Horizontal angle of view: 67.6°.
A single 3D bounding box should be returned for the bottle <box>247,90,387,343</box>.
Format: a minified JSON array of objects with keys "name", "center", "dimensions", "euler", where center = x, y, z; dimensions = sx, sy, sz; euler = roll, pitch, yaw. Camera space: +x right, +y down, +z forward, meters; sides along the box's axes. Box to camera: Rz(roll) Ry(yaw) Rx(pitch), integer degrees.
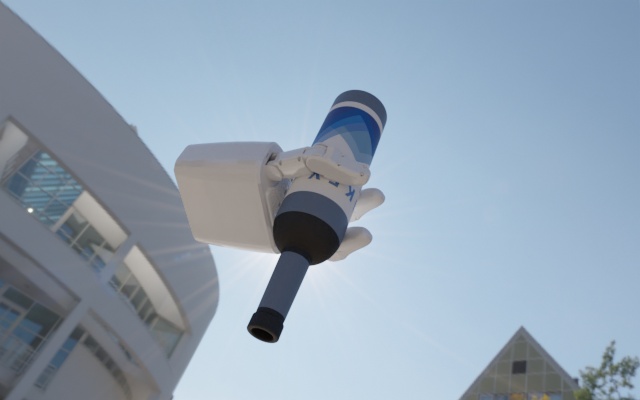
[{"name":"bottle","center":[0.000,0.001,0.468],"dimensions":[0.069,0.295,0.069],"euler":[14,-40,12]}]
